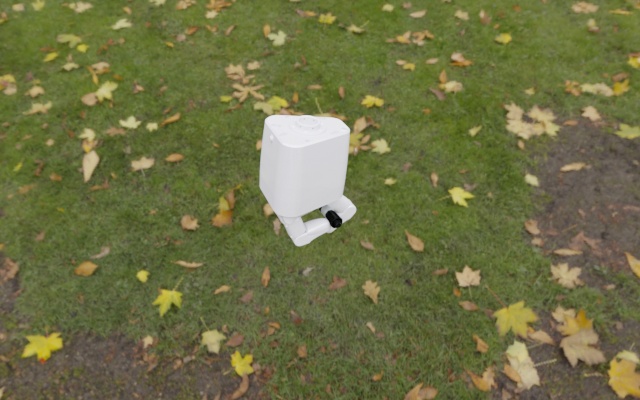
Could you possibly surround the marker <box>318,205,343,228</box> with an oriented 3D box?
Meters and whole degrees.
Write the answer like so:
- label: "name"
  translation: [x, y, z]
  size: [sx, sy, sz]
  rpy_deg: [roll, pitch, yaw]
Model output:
- label: "marker"
  translation: [0.000, 0.002, 0.715]
  size: [0.020, 0.020, 0.121]
  rpy_deg: [0, 33, -30]
